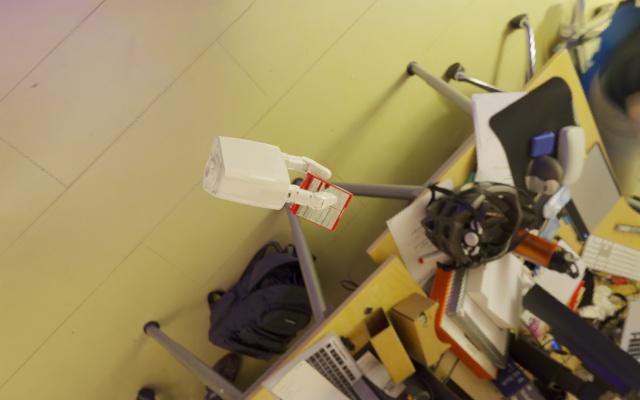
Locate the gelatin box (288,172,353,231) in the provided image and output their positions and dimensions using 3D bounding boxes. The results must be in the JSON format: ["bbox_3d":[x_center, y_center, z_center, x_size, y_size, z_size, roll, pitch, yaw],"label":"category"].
[{"bbox_3d":[0.001,0.003,0.811,0.089,0.073,0.030,25,6,-30],"label":"gelatin box"}]
